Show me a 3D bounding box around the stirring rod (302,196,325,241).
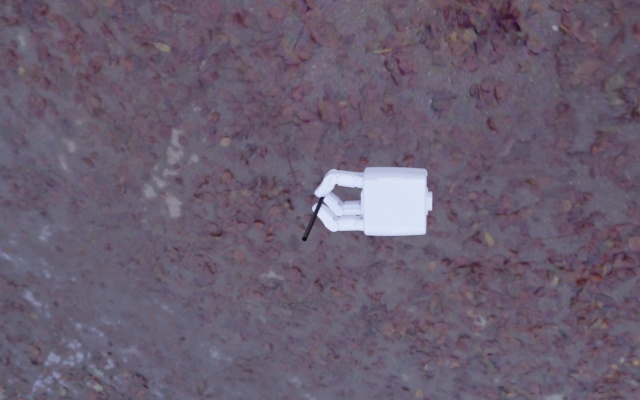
[{"bbox_3d":[0.000,0.003,0.843,0.011,0.011,0.239,0,29,14],"label":"stirring rod"}]
